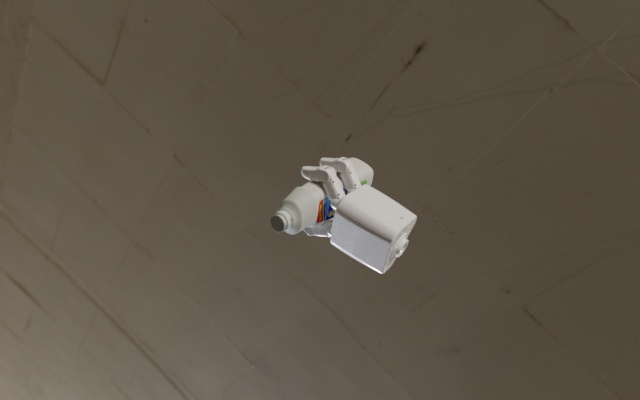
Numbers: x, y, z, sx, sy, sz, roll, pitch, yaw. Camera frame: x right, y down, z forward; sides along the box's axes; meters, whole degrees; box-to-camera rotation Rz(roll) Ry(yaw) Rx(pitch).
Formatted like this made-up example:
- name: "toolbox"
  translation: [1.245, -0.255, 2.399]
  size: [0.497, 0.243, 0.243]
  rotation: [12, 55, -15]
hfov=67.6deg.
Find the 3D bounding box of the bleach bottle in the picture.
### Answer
- name: "bleach bottle"
  translation: [0.000, 0.003, 0.828]
  size: [0.068, 0.103, 0.250]
  rotation: [33, 34, 20]
